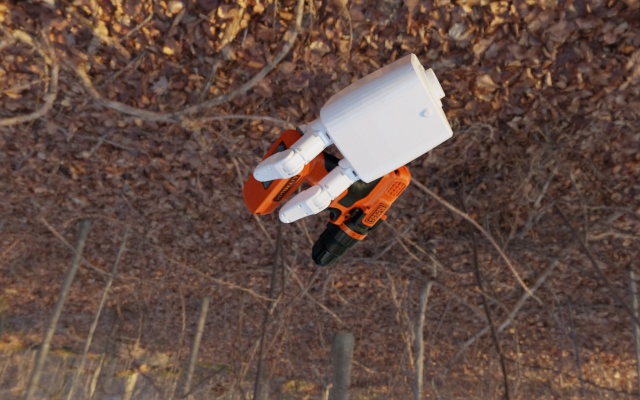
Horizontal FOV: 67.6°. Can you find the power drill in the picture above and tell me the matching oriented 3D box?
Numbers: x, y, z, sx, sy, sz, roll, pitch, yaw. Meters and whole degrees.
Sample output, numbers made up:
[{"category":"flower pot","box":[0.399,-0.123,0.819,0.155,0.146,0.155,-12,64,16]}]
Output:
[{"category":"power drill","box":[0.000,0.002,0.598,0.188,0.184,0.057,20,27,-41]}]
